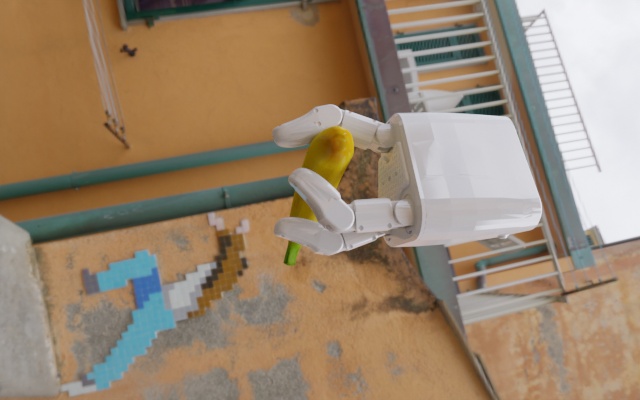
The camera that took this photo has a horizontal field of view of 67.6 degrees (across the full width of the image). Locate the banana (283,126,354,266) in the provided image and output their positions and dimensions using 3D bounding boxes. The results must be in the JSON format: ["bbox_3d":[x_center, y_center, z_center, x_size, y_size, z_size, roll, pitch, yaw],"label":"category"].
[{"bbox_3d":[-0.001,-0.012,0.434,0.037,0.069,0.198,7,-36,-10],"label":"banana"}]
